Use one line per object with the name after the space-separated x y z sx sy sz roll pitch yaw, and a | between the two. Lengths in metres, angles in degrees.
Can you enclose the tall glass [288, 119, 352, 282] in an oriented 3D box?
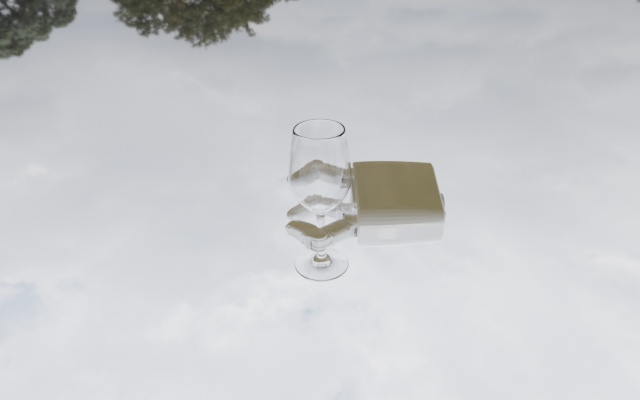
0.000 0.003 0.604 0.079 0.201 0.079 -1 31 1 | tall glass
